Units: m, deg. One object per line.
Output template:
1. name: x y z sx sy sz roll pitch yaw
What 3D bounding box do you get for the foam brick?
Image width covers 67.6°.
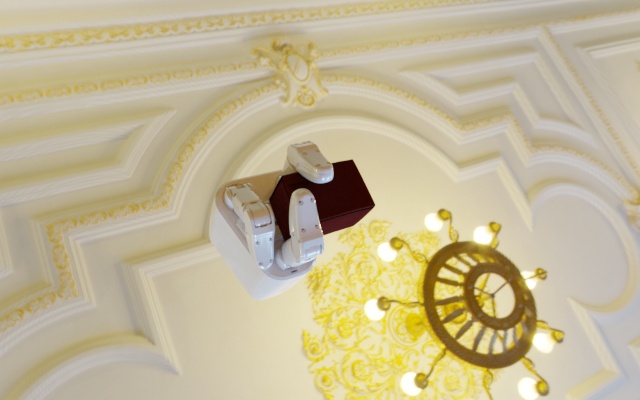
1. foam brick: 0.000 0.001 0.449 0.078 0.053 0.051 -14 -19 -24
